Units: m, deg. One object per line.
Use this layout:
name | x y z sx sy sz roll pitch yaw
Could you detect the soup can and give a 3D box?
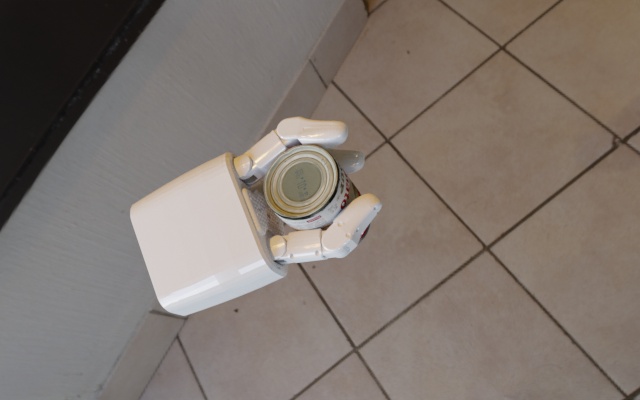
soup can | 0.000 0.001 0.427 0.068 0.068 0.102 0 -21 21
